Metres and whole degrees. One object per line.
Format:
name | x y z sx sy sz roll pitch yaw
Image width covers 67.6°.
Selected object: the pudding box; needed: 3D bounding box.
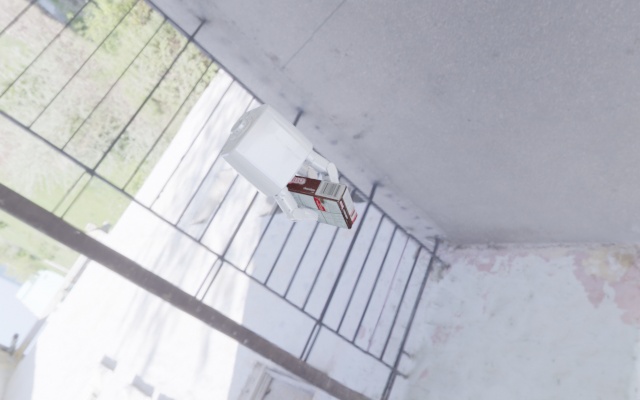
pudding box | 0.000 0.003 0.835 0.113 0.039 0.090 14 -29 28
